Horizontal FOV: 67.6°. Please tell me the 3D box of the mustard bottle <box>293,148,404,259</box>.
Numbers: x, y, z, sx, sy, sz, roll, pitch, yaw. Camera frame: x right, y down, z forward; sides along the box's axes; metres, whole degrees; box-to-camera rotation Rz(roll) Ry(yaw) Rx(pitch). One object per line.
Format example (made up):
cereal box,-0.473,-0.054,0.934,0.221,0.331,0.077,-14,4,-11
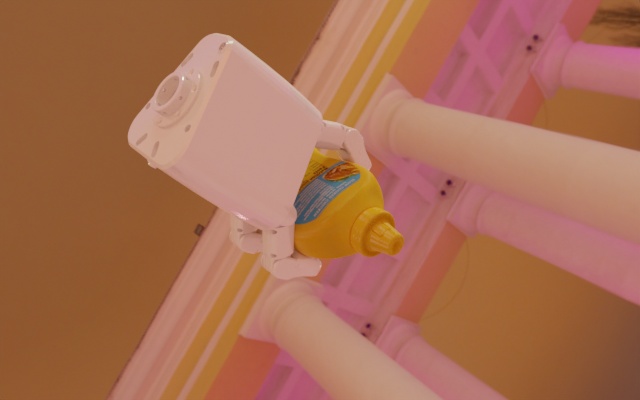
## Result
mustard bottle,0.000,0.002,0.439,0.096,0.058,0.191,-41,42,-19
